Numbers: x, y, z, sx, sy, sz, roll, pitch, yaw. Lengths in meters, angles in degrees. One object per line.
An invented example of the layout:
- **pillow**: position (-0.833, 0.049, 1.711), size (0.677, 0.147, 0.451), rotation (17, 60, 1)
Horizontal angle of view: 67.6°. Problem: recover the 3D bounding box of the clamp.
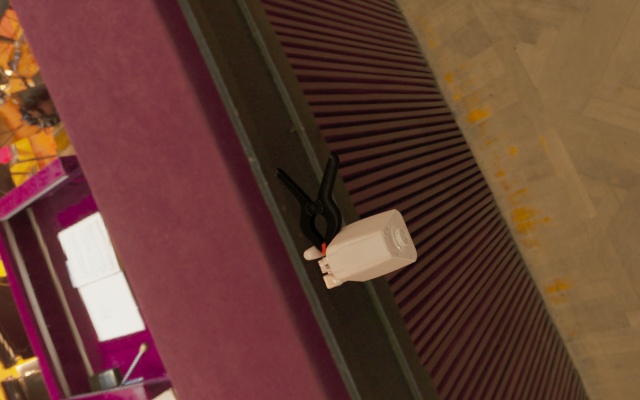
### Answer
- **clamp**: position (0.000, 0.003, 0.817), size (0.120, 0.171, 0.039), rotation (-24, -3, 28)
